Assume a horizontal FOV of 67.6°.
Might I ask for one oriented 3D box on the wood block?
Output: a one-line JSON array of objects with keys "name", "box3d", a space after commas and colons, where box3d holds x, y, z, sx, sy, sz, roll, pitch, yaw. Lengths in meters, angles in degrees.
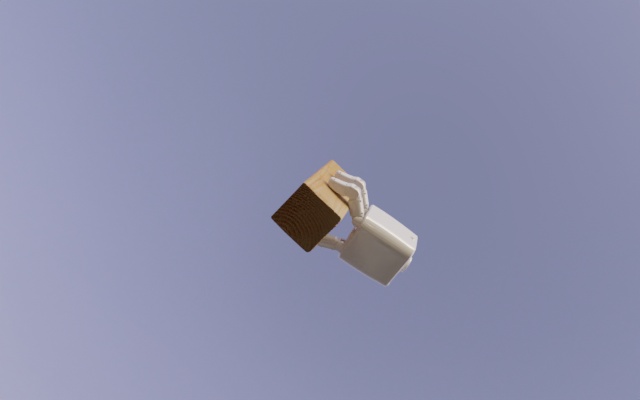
[{"name": "wood block", "box3d": [0.000, 0.003, 0.881, 0.091, 0.090, 0.206, -46, 0, 21]}]
